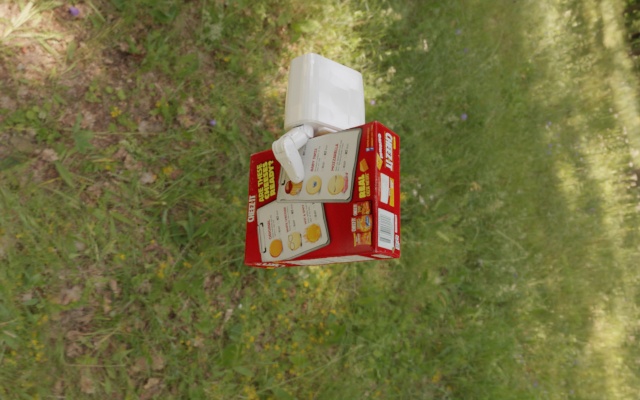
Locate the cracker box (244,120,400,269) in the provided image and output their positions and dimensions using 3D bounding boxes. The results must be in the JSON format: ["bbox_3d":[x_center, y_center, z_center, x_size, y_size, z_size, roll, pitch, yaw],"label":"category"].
[{"bbox_3d":[0.000,0.002,0.638,0.214,0.164,0.072,-10,-19,36],"label":"cracker box"}]
